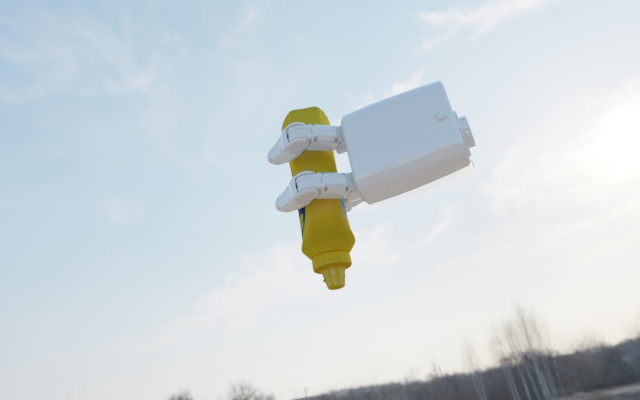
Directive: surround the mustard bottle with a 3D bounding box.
[{"bbox_3d":[0.000,0.002,0.517,0.058,0.191,0.096,-10,-23,-5],"label":"mustard bottle"}]
